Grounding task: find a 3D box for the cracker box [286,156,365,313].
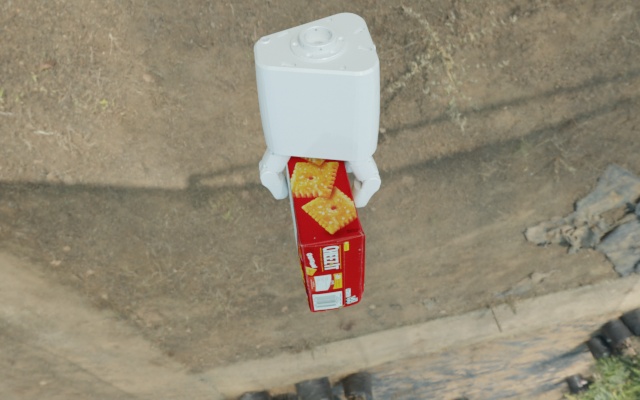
[{"bbox_3d":[0.000,0.002,0.579,0.072,0.213,0.164,-9,-36,-3],"label":"cracker box"}]
